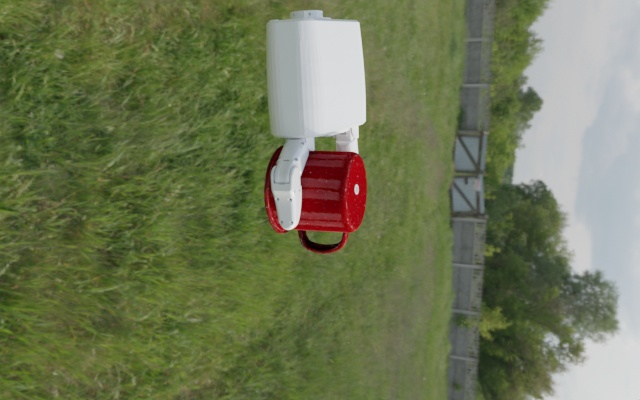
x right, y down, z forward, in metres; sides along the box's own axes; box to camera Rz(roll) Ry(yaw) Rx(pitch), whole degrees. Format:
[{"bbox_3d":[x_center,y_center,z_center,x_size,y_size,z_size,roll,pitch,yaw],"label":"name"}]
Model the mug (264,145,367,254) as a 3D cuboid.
[{"bbox_3d":[0.000,0.003,0.493,0.081,0.117,0.093,2,20,20],"label":"mug"}]
